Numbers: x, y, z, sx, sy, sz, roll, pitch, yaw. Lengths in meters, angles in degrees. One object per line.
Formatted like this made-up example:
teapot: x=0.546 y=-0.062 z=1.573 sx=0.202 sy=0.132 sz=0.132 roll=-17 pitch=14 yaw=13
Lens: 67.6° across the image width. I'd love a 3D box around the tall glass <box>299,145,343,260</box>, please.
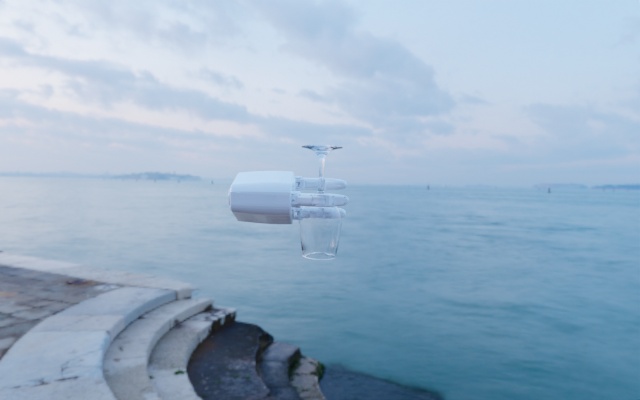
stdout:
tall glass: x=0.000 y=0.002 z=0.859 sx=0.079 sy=0.201 sz=0.079 roll=1 pitch=2 yaw=0
